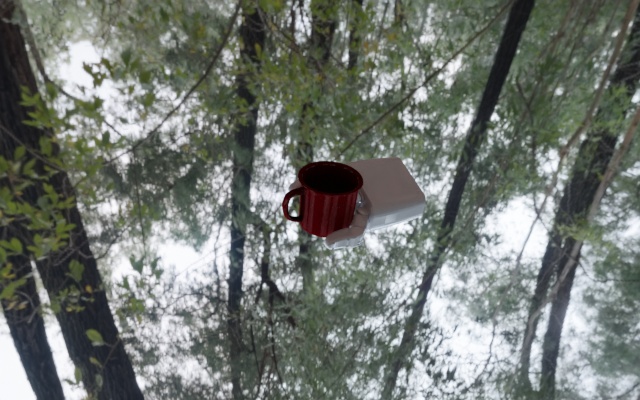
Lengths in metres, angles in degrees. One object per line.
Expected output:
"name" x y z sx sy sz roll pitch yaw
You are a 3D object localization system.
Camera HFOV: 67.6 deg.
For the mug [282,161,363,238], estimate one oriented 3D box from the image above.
"mug" -0.001 0.003 0.690 0.117 0.082 0.093 -12 38 -25
